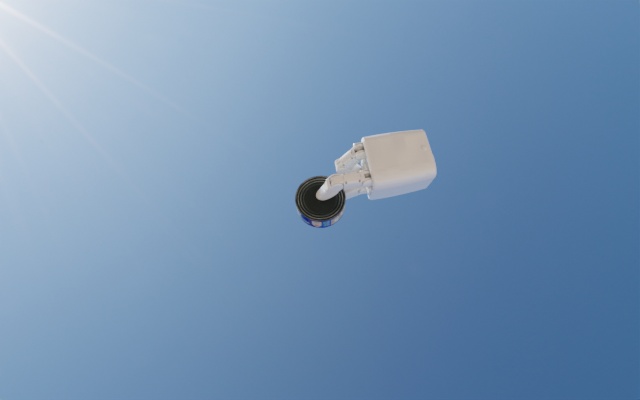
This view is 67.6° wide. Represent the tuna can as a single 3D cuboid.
[{"bbox_3d":[0.000,0.003,0.818,0.086,0.086,0.034,0,-26,1],"label":"tuna can"}]
